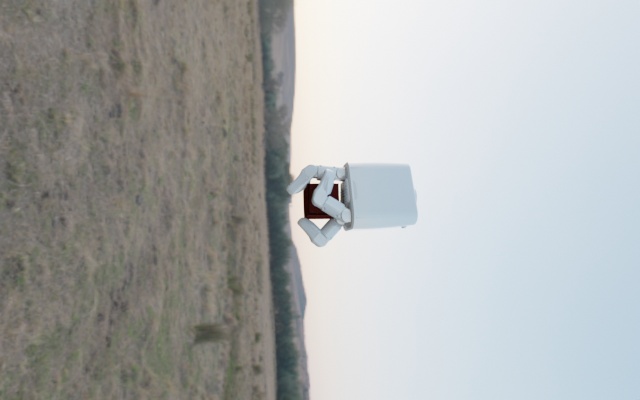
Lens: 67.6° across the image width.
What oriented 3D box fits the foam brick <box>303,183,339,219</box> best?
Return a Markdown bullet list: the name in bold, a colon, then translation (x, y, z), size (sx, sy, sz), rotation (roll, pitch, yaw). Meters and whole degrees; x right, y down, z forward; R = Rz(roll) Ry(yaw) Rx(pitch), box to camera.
- **foam brick**: translation (0.000, 0.003, 0.791), size (0.051, 0.053, 0.078), rotation (-1, -6, -7)
